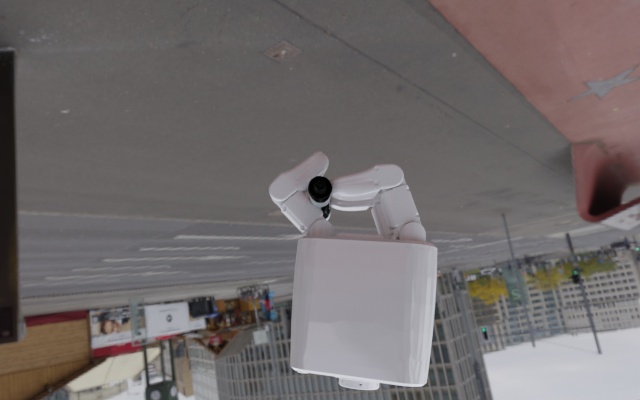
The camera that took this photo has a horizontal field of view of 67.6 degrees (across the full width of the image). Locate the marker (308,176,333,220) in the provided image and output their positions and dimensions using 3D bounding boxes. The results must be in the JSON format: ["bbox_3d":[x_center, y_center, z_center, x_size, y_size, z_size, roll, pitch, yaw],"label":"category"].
[{"bbox_3d":[0.000,0.001,0.420,0.020,0.020,0.121,0,-12,0],"label":"marker"}]
